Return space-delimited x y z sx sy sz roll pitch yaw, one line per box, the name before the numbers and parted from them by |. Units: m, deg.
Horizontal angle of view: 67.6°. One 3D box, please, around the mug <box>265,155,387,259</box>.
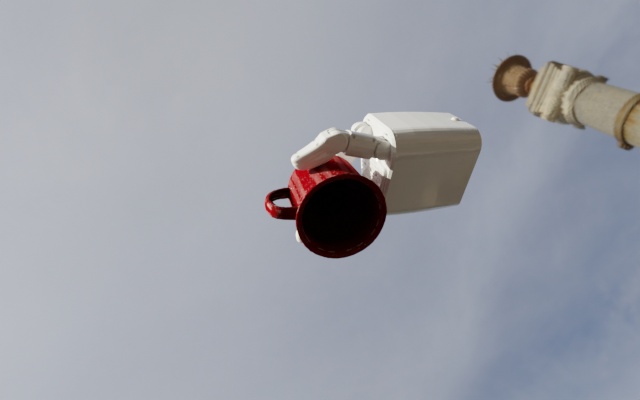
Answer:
mug | -0.001 0.002 0.499 0.117 0.093 0.081 -5 26 -14
